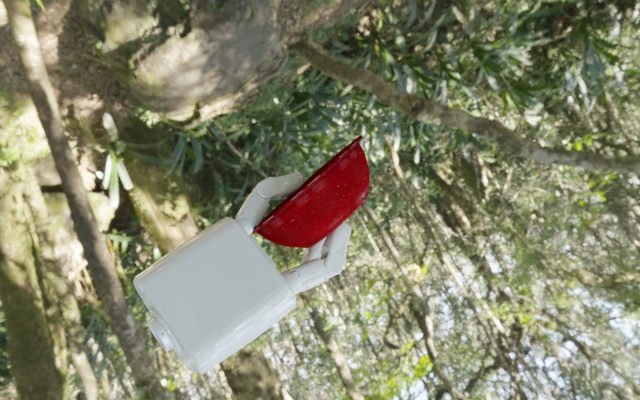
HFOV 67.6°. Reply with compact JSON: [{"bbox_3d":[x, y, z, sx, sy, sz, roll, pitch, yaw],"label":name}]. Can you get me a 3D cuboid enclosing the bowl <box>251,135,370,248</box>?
[{"bbox_3d":[0.001,0.001,0.521,0.162,0.055,0.162,-41,4,4],"label":"bowl"}]
